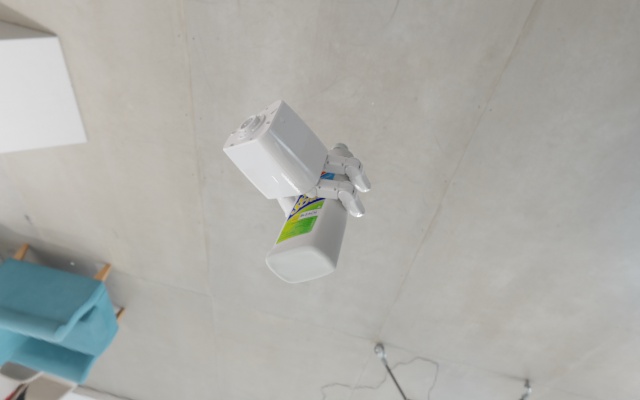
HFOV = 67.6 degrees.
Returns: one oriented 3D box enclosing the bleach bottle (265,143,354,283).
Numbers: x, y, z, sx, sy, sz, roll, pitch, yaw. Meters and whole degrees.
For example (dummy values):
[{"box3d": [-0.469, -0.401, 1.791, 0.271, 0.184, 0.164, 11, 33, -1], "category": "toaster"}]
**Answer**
[{"box3d": [0.000, 0.002, 0.734, 0.102, 0.250, 0.068, -20, -54, 33], "category": "bleach bottle"}]
